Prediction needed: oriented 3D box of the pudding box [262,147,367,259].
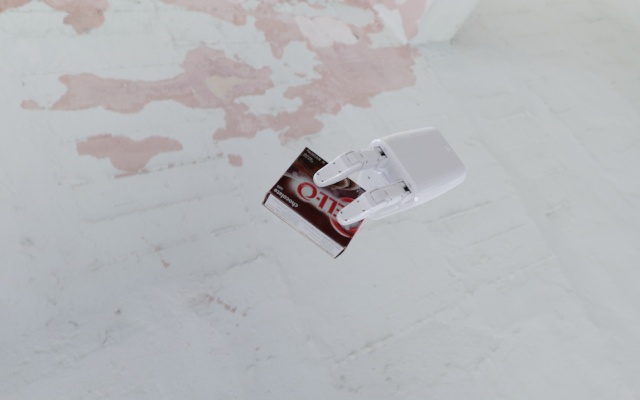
[{"bbox_3d":[0.000,0.002,0.578,0.113,0.090,0.039,35,-39,1],"label":"pudding box"}]
